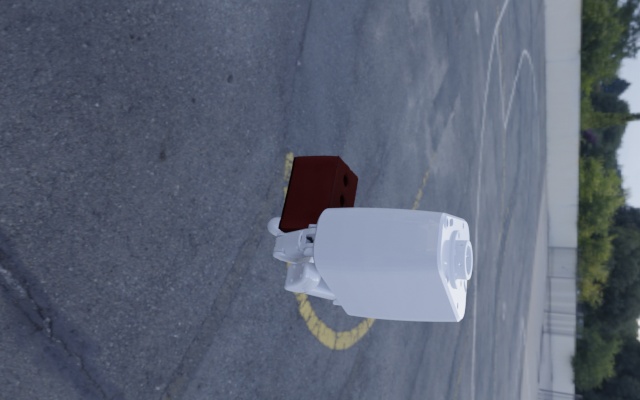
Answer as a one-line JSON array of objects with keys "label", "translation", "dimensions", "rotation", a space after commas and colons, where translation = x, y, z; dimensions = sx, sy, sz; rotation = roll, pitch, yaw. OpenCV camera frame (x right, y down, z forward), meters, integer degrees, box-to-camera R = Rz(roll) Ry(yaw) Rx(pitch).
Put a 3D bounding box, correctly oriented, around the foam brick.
[{"label": "foam brick", "translation": [0.000, 0.001, 0.468], "dimensions": [0.051, 0.078, 0.053], "rotation": [-2, -24, 29]}]
